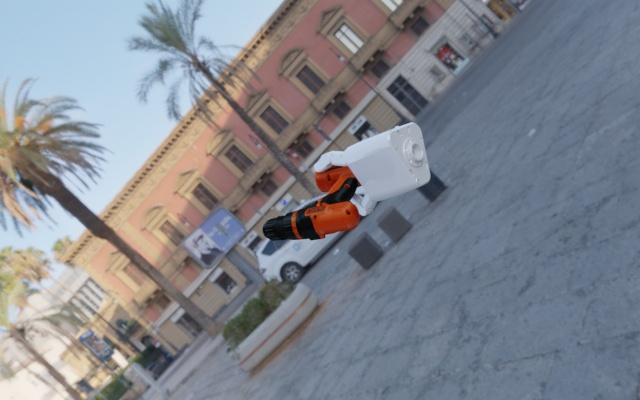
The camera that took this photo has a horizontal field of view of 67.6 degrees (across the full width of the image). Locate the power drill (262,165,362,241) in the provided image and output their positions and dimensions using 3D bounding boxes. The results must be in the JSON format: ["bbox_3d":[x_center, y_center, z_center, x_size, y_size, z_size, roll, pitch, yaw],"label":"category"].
[{"bbox_3d":[0.000,0.003,0.871,0.184,0.057,0.187,-10,31,27],"label":"power drill"}]
